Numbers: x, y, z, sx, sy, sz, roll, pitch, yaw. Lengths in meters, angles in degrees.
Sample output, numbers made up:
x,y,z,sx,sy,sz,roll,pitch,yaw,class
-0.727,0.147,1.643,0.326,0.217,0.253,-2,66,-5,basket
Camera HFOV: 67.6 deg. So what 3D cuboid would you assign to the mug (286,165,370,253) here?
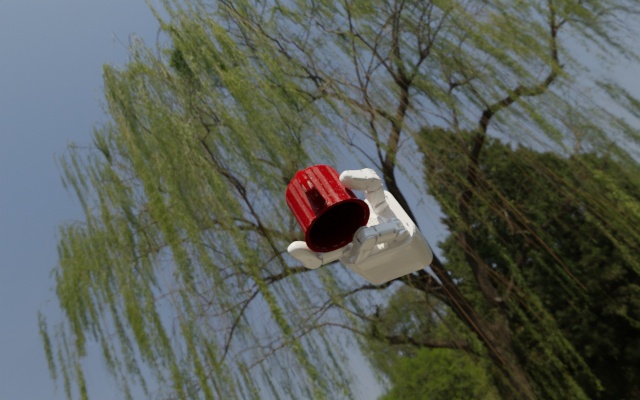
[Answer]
x,y,z,sx,sy,sz,roll,pitch,yaw,class
-0.001,0.001,0.616,0.093,0.081,0.117,-38,-39,4,mug
